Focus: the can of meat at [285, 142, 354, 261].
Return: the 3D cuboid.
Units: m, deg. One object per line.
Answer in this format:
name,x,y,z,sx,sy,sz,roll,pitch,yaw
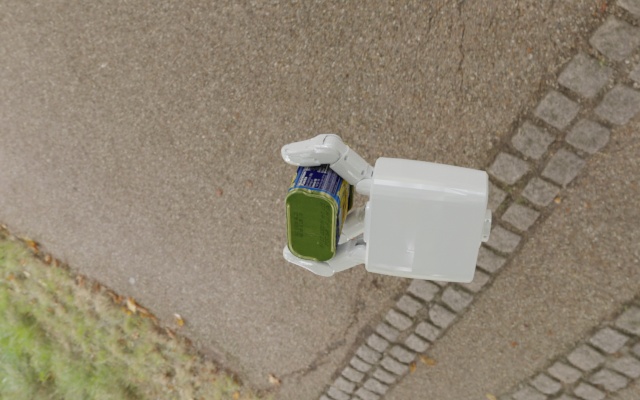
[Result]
can of meat,0.000,0.002,0.498,0.057,0.102,0.084,9,43,10
